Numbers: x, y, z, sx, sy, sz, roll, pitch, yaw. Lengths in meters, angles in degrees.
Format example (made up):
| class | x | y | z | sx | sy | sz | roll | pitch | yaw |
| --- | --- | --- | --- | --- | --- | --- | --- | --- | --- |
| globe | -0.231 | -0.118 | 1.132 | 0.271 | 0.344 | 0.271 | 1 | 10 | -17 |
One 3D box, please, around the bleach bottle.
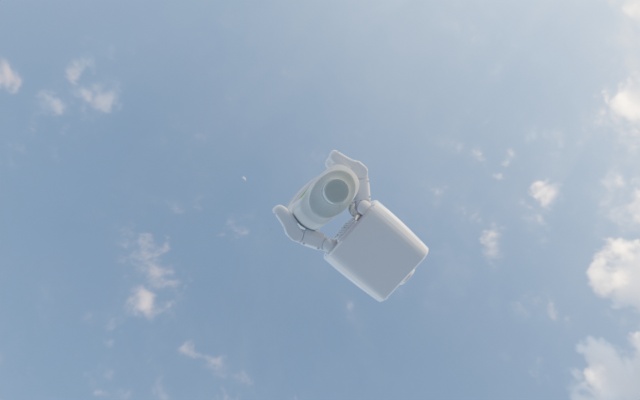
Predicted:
| class | x | y | z | sx | sy | sz | roll | pitch | yaw |
| --- | --- | --- | --- | --- | --- | --- | --- | --- | --- |
| bleach bottle | 0.000 | 0.002 | 0.678 | 0.068 | 0.102 | 0.251 | 42 | -7 | -3 |
